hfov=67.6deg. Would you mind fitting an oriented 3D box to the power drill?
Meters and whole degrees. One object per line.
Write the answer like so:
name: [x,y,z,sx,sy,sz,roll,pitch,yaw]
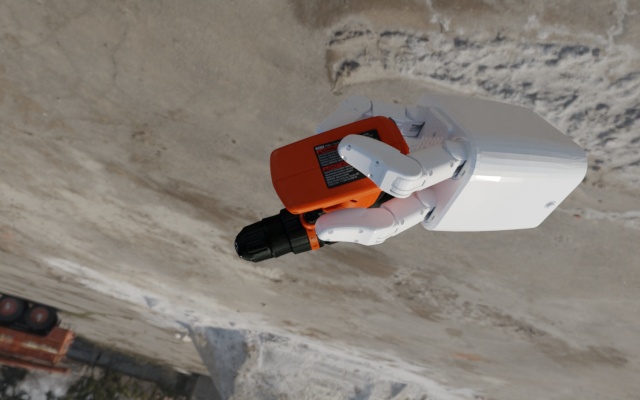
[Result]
power drill: [0.000,0.001,0.433,0.184,0.057,0.188,-20,-14,-6]
